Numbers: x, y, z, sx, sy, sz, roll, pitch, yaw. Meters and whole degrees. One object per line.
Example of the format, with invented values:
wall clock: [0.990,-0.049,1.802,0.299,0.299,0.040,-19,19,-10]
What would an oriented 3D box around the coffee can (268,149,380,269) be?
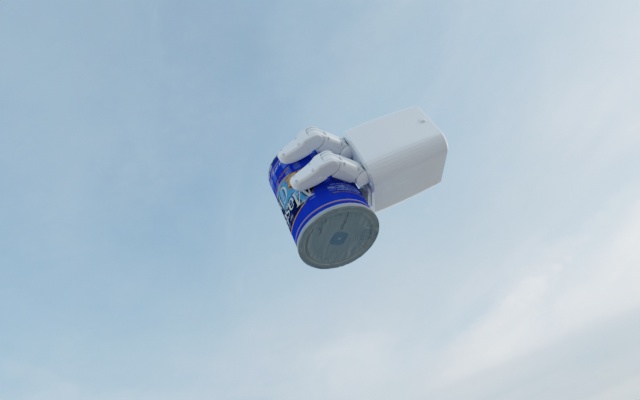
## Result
coffee can: [0.000,0.002,0.609,0.103,0.103,0.140,0,39,-25]
